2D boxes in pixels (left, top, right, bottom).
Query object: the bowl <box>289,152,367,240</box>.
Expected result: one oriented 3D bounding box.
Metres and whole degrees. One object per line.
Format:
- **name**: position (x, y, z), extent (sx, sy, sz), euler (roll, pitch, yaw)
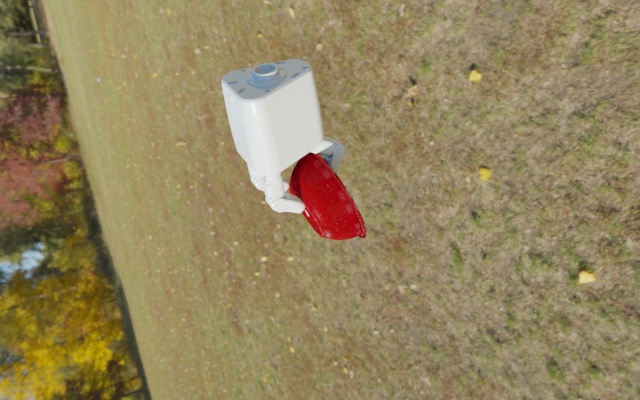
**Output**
- **bowl**: position (0.000, 0.004, 0.709), extent (0.055, 0.162, 0.162), euler (-34, 6, -9)
